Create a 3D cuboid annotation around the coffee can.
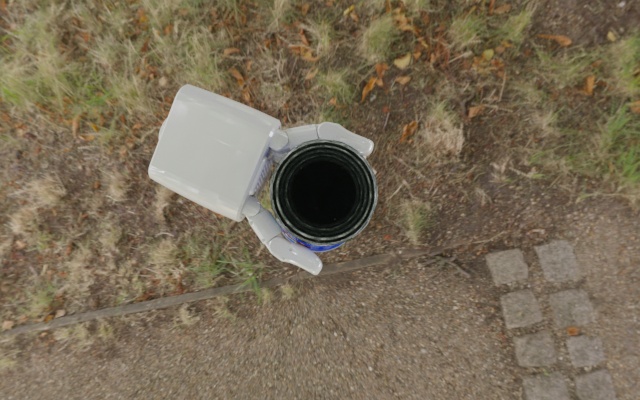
[{"bbox_3d":[0.000,0.002,0.515,0.103,0.103,0.140,0,-8,-3],"label":"coffee can"}]
